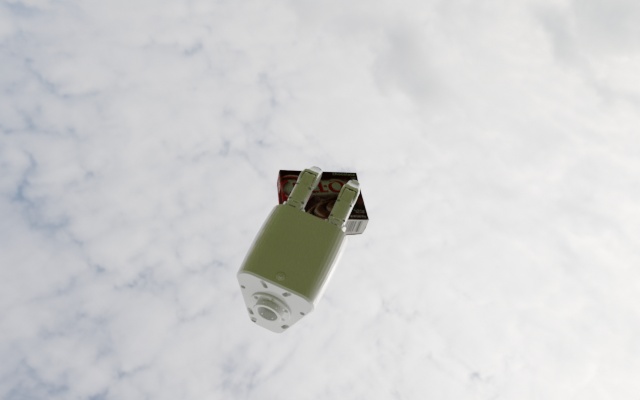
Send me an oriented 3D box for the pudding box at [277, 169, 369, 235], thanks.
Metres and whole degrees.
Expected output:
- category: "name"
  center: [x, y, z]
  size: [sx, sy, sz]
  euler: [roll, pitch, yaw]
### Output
- category: "pudding box"
  center: [0.000, 0.002, 0.640]
  size: [0.113, 0.090, 0.039]
  euler: [3, -43, -14]
